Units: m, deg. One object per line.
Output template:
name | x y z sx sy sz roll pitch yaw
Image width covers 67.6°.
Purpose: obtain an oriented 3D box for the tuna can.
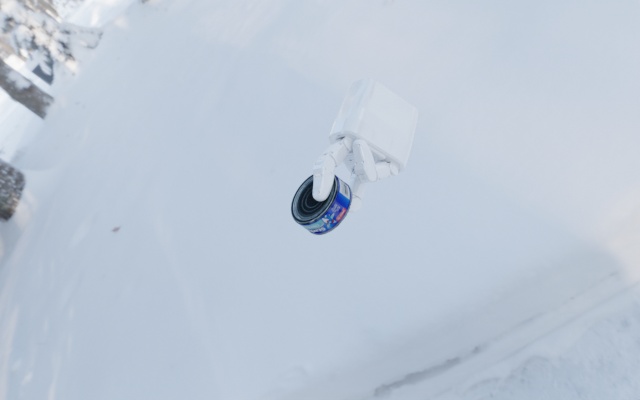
tuna can | 0.000 0.002 0.659 0.086 0.086 0.034 0 -28 46
